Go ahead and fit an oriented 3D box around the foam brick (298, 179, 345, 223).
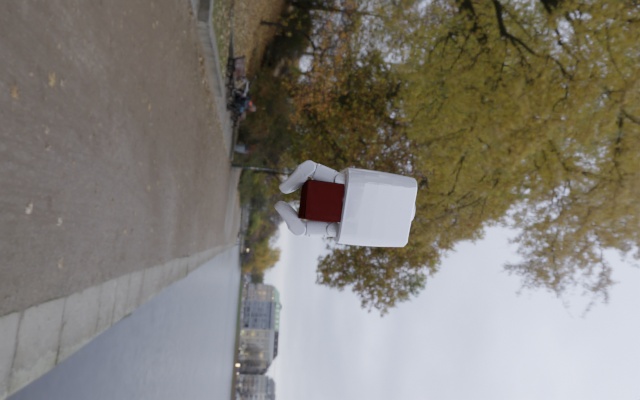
[{"bbox_3d":[0.000,0.002,0.663,0.051,0.053,0.078,8,-3,-7],"label":"foam brick"}]
